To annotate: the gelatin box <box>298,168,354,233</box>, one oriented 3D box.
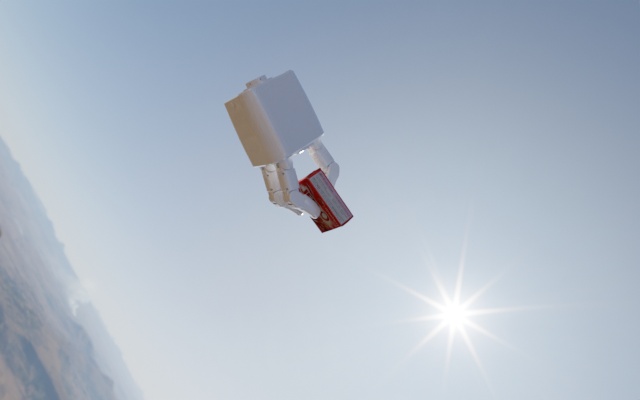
[{"bbox_3d":[0.001,0.002,0.712,0.030,0.089,0.073,-38,5,-25],"label":"gelatin box"}]
